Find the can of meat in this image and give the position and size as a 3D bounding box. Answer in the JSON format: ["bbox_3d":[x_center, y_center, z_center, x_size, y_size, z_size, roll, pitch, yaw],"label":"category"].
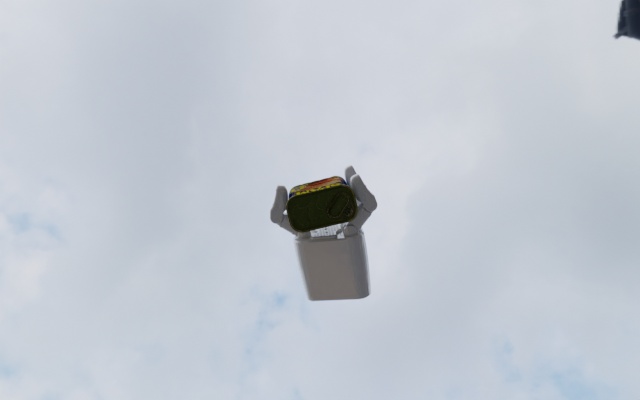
[{"bbox_3d":[0.000,0.002,0.727,0.102,0.057,0.084,-13,14,0],"label":"can of meat"}]
